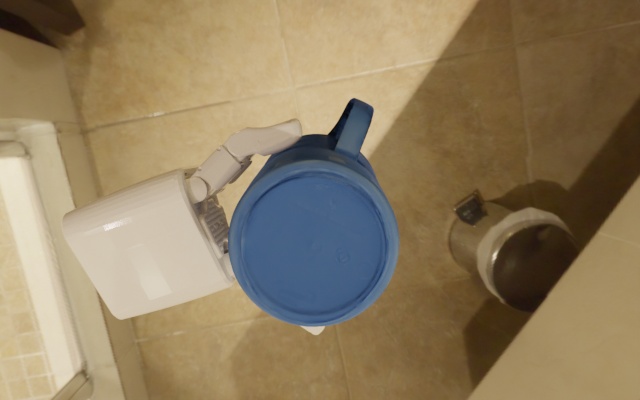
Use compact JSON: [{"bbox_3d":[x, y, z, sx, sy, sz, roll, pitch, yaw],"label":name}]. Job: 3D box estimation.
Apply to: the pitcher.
[{"bbox_3d":[0.000,0.001,0.406,0.145,0.149,0.243,-20,8,3],"label":"pitcher"}]
